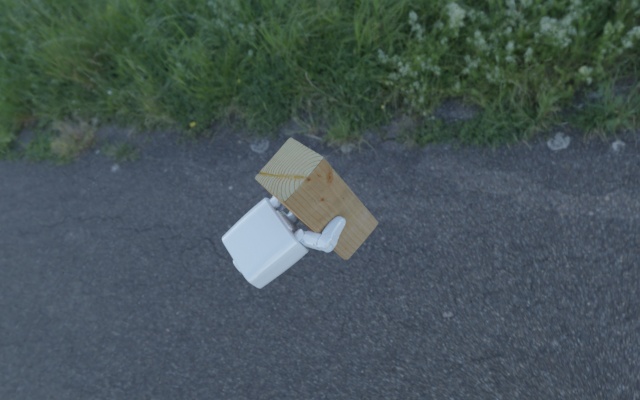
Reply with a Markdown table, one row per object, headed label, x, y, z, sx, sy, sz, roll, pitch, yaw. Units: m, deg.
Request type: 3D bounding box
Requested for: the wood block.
| label | x | y | z | sx | sy | sz | roll | pitch | yaw |
| --- | --- | --- | --- | --- | --- | --- | --- | --- | --- |
| wood block | 0.000 | 0.003 | 0.791 | 0.090 | 0.090 | 0.206 | 37 | -6 | 43 |
